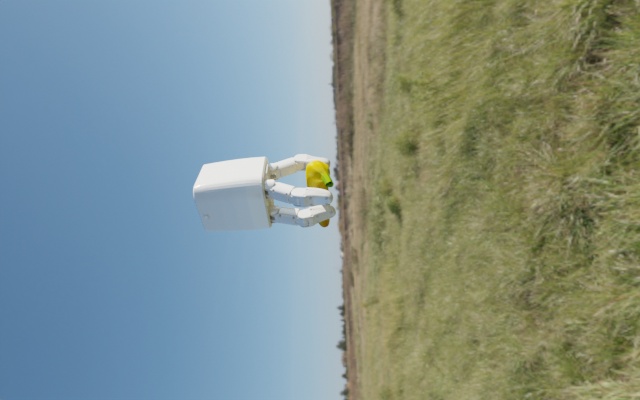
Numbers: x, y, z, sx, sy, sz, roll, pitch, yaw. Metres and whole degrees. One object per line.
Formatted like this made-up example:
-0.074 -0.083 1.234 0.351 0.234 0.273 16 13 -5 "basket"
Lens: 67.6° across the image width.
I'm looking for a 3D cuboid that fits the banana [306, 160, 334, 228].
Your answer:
-0.003 -0.016 0.776 0.037 0.069 0.198 -8 -21 -2 "banana"
